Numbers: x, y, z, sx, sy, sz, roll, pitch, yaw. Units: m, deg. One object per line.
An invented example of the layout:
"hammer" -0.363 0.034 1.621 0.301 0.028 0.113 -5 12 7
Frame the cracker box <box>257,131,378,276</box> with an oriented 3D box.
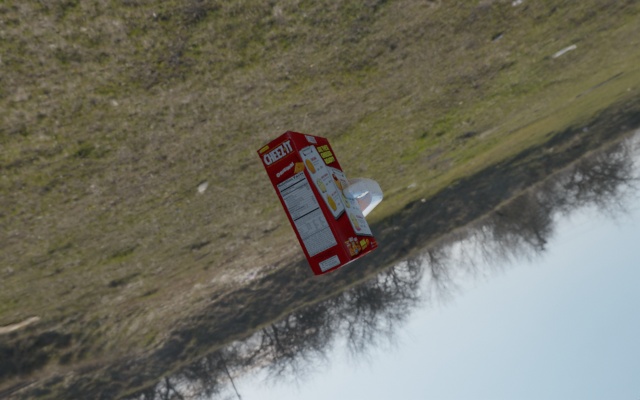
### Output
"cracker box" 0.000 0.003 0.769 0.072 0.213 0.164 -28 -7 20
